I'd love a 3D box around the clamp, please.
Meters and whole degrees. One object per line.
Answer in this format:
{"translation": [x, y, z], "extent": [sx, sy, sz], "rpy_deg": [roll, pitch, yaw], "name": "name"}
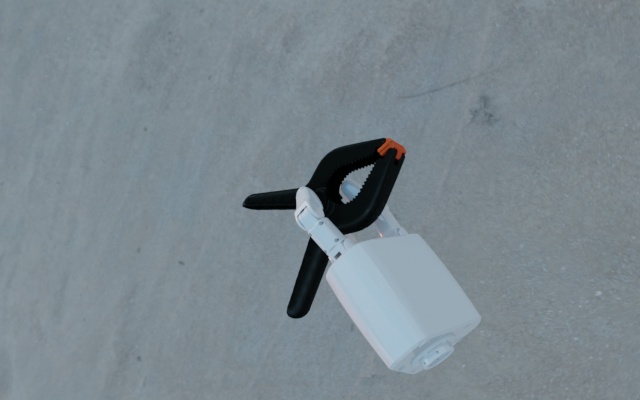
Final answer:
{"translation": [0.000, 0.001, 0.519], "extent": [0.036, 0.210, 0.164], "rpy_deg": [16, 32, -52], "name": "clamp"}
